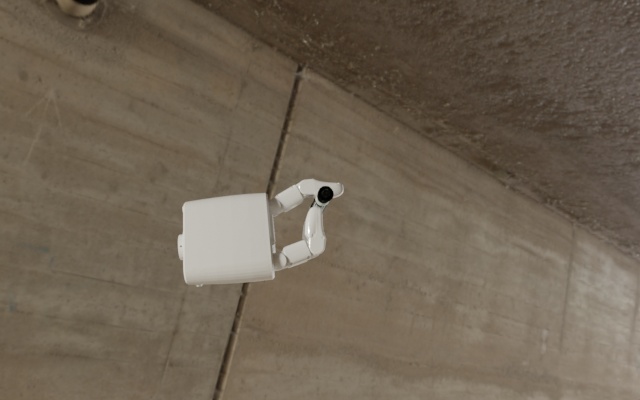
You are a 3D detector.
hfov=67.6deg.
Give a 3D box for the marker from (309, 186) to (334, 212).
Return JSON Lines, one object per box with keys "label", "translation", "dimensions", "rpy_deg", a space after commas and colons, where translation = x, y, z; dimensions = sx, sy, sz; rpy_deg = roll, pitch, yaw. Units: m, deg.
{"label": "marker", "translation": [0.000, 0.002, 0.608], "dimensions": [0.020, 0.020, 0.121], "rpy_deg": [0, -10, -6]}
